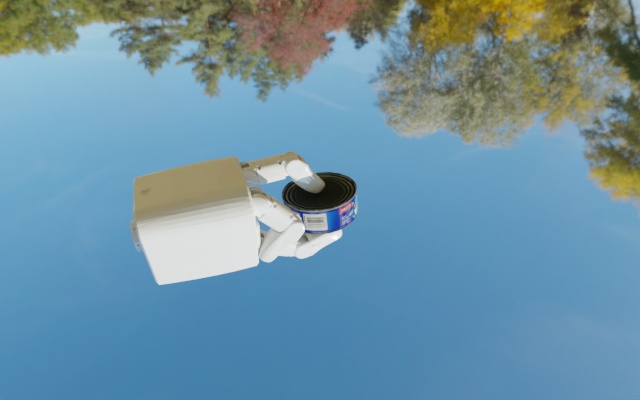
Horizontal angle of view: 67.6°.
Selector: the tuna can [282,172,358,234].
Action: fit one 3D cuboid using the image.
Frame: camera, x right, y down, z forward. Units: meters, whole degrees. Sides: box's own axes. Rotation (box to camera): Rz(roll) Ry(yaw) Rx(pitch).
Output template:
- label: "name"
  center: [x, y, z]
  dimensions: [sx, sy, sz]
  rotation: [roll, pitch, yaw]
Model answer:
- label: "tuna can"
  center: [0.000, 0.002, 0.549]
  dimensions: [0.086, 0.034, 0.086]
  rotation: [-5, 31, 3]
